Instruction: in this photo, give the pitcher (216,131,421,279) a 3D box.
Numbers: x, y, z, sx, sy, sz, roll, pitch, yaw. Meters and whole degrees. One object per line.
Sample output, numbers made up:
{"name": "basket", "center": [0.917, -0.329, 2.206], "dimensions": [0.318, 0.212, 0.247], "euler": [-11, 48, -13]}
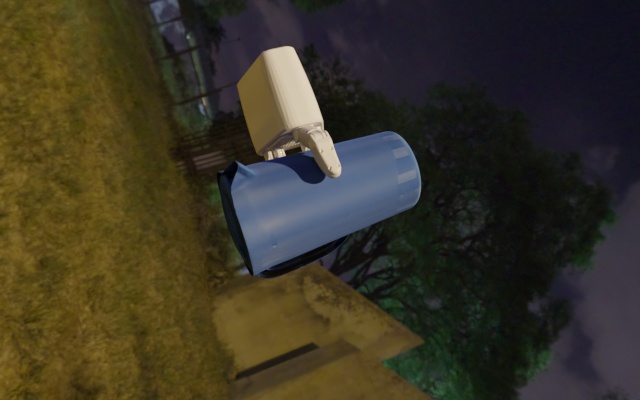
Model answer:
{"name": "pitcher", "center": [0.000, 0.002, 0.615], "dimensions": [0.243, 0.145, 0.149], "euler": [-18, -6, -16]}
